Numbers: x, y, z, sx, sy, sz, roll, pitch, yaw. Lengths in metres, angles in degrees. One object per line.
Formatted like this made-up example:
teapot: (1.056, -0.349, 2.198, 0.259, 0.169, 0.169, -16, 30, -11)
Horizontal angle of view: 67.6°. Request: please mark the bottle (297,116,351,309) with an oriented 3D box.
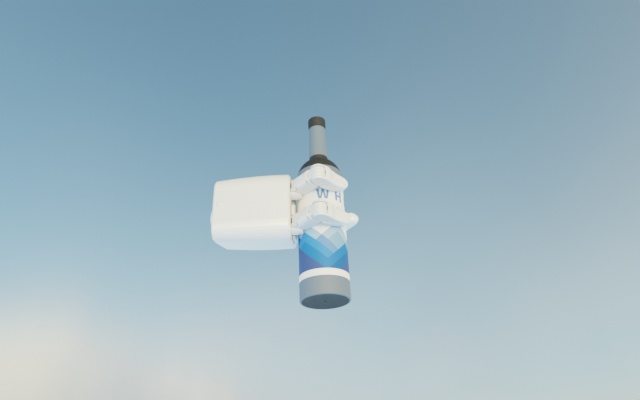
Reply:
bottle: (0.000, 0.002, 0.683, 0.069, 0.295, 0.069, -2, -30, -1)
